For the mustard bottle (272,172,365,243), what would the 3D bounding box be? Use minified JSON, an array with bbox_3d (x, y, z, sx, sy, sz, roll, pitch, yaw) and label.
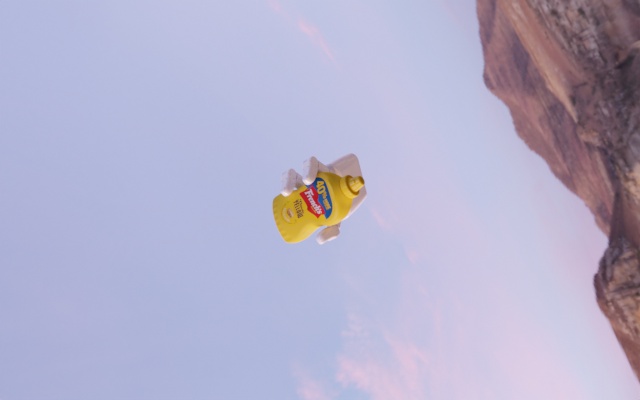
[{"bbox_3d":[0.000,0.003,0.866,0.192,0.096,0.058,-27,-19,33],"label":"mustard bottle"}]
